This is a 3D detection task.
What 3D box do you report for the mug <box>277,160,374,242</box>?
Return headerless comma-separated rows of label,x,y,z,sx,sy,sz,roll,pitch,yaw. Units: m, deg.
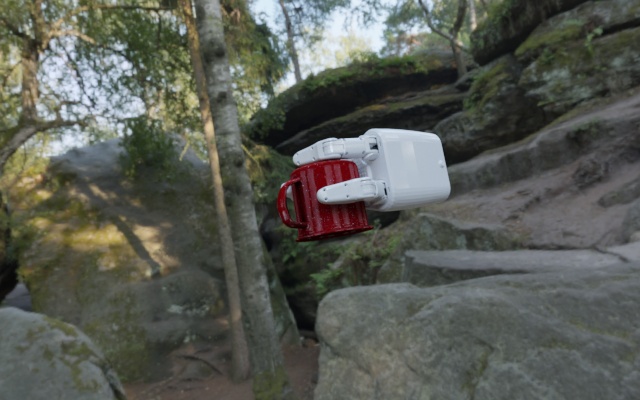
mug,-0.001,0.002,0.553,0.117,0.081,0.093,-4,-10,-37
